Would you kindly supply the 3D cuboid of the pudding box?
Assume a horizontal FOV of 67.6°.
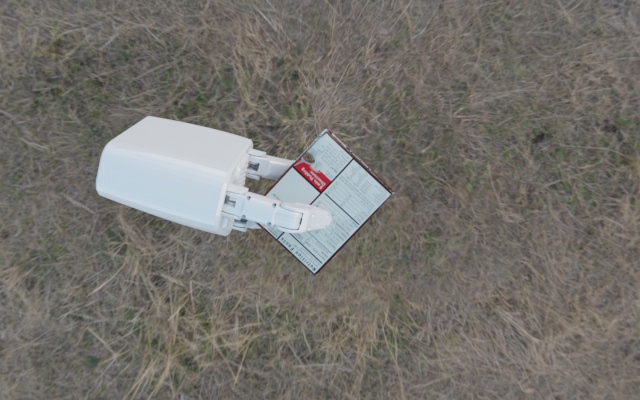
[{"bbox_3d":[0.000,0.001,0.458,0.090,0.113,0.039,43,8,-5],"label":"pudding box"}]
